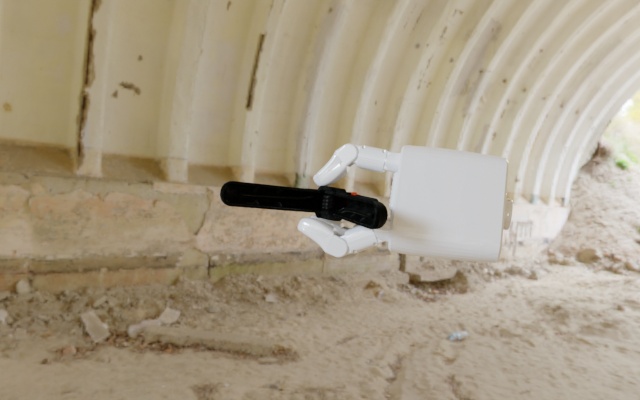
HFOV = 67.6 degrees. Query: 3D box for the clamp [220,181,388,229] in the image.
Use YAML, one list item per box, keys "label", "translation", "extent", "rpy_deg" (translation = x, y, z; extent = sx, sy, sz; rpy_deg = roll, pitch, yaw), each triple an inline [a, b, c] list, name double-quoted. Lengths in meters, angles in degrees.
- label: "clamp"
  translation: [0.001, 0.001, 0.523]
  extent: [0.164, 0.036, 0.210]
  rpy_deg: [9, 3, 13]
